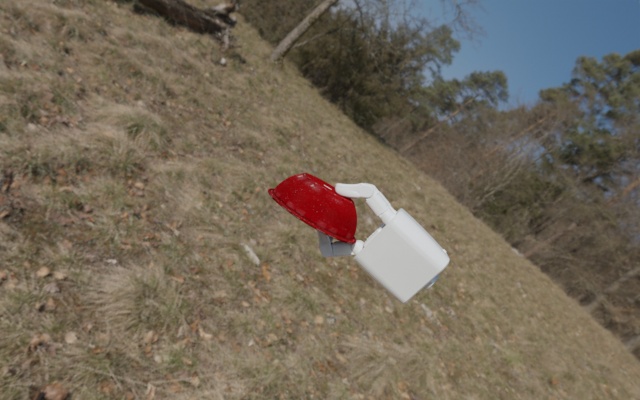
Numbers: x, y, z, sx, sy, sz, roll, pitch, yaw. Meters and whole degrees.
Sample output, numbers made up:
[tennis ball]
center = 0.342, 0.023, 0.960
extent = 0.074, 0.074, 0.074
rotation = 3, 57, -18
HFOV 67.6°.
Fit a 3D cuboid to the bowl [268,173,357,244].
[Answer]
[bowl]
center = -0.001, 0.001, 0.750
extent = 0.162, 0.055, 0.162
rotation = 30, 8, -4
